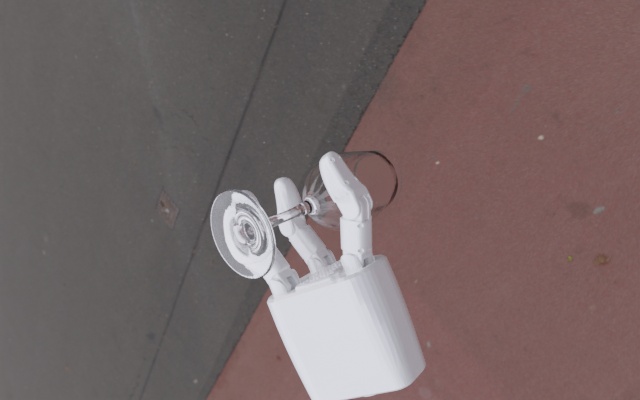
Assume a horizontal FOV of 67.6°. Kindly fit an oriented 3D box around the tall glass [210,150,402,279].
[{"bbox_3d":[0.000,0.001,0.447,0.079,0.079,0.201,0,15,41],"label":"tall glass"}]
